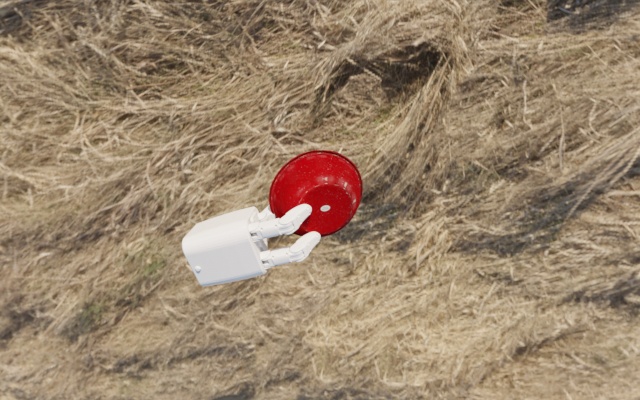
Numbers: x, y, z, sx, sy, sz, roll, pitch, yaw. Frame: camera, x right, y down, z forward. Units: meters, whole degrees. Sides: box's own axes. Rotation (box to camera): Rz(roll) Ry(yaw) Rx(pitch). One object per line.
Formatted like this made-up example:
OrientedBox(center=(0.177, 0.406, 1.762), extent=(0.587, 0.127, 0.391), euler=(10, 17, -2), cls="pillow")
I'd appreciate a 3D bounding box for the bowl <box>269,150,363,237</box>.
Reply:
OrientedBox(center=(0.001, 0.002, 0.772), extent=(0.162, 0.162, 0.055), euler=(0, 27, -17), cls="bowl")
